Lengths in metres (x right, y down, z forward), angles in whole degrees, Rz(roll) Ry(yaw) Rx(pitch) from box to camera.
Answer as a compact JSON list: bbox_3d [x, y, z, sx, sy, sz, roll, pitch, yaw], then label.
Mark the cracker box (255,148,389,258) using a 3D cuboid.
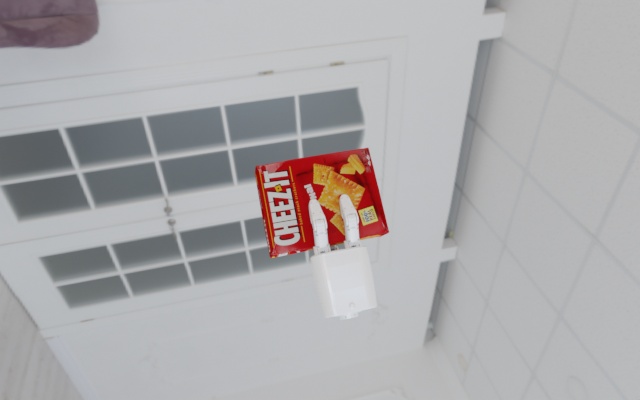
[{"bbox_3d":[0.000,0.003,0.864,0.213,0.164,0.072,-10,-10,-10],"label":"cracker box"}]
